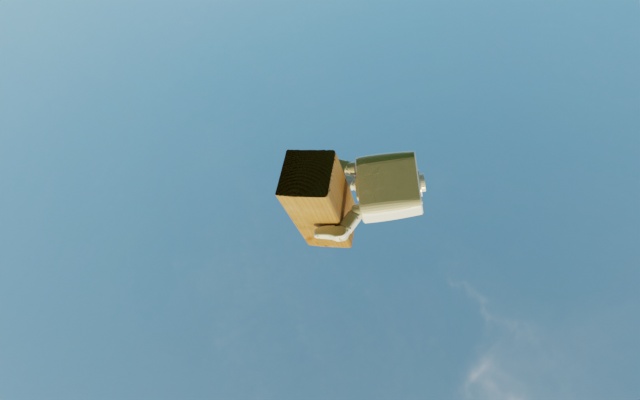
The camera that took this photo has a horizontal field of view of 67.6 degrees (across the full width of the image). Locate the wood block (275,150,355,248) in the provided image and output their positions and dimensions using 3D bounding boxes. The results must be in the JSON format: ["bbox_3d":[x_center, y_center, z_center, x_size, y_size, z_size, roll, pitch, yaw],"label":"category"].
[{"bbox_3d":[0.000,0.003,0.858,0.090,0.090,0.206,2,-28,17],"label":"wood block"}]
